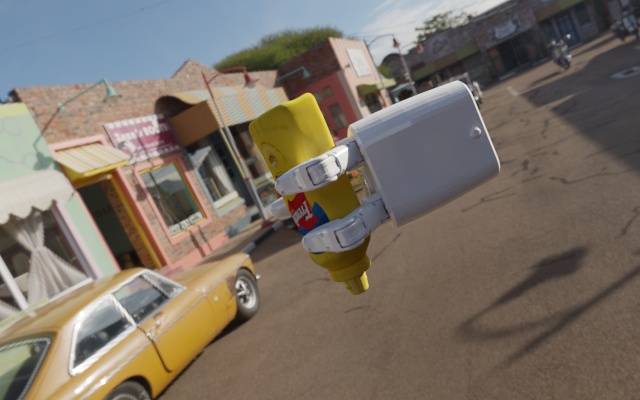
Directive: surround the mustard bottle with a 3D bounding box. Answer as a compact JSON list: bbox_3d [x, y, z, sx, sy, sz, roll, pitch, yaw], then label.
[{"bbox_3d":[0.000,0.001,0.453,0.058,0.191,0.096,-28,8,-26],"label":"mustard bottle"}]
